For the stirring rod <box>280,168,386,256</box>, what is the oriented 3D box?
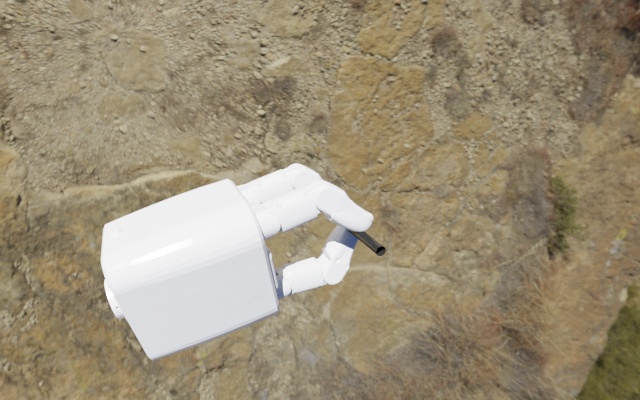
[{"bbox_3d":[0.000,0.002,0.457,0.011,0.011,0.239,0,17,-23],"label":"stirring rod"}]
